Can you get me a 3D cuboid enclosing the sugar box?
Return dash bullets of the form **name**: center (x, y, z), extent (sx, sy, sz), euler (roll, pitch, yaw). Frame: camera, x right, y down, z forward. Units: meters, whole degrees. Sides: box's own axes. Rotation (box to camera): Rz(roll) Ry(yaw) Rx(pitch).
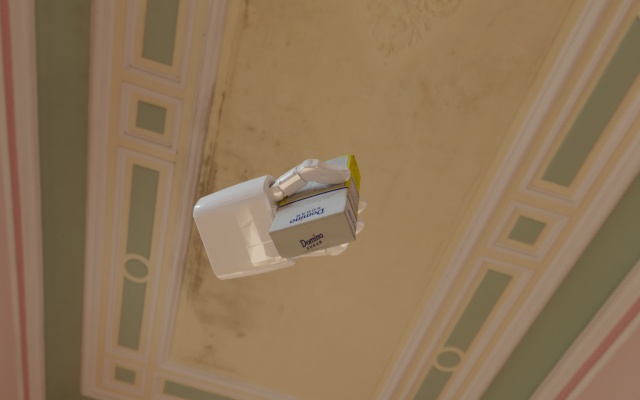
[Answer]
- **sugar box**: center (0.000, 0.002, 0.600), extent (0.093, 0.048, 0.176), euler (-16, 26, 15)
